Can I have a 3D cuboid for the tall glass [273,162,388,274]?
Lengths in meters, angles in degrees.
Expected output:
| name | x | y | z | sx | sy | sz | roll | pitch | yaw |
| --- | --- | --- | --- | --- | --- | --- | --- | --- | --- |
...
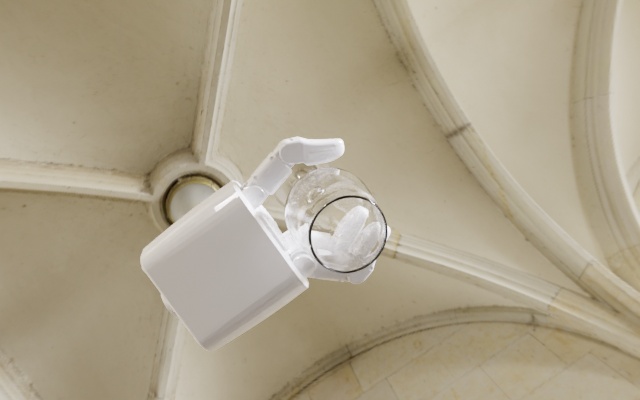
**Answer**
| name | x | y | z | sx | sy | sz | roll | pitch | yaw |
| --- | --- | --- | --- | --- | --- | --- | --- | --- | --- |
| tall glass | 0.000 | 0.001 | 0.449 | 0.079 | 0.079 | 0.201 | 0 | 14 | -13 |
